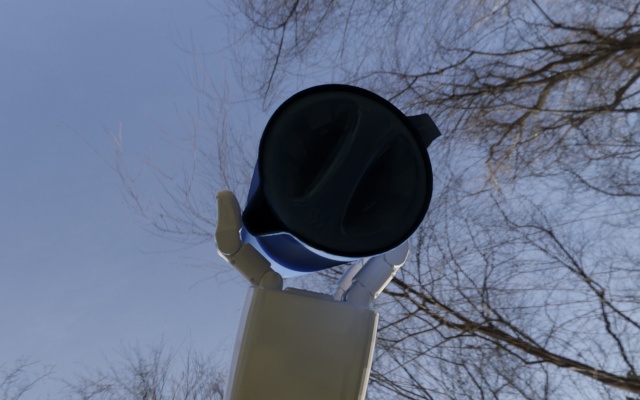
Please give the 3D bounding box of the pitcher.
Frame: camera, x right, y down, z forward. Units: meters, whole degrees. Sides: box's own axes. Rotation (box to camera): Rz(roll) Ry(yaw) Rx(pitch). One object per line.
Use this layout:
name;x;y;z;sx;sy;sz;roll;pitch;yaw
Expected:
pitcher;0.000;0.002;0.452;0.149;0.145;0.243;15;-18;-11
